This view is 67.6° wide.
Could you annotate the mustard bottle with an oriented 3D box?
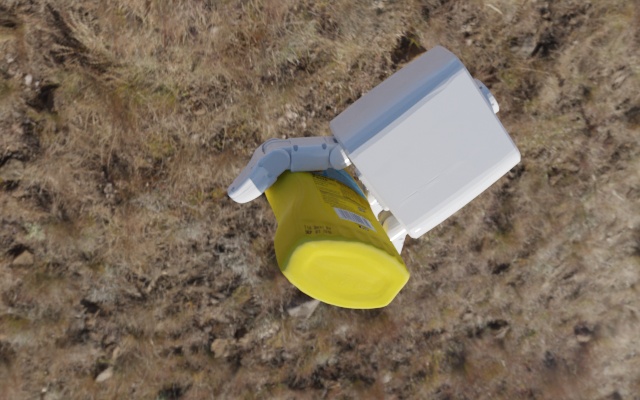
[{"bbox_3d":[0.000,0.002,0.400,0.096,0.058,0.191,21,25,-25],"label":"mustard bottle"}]
